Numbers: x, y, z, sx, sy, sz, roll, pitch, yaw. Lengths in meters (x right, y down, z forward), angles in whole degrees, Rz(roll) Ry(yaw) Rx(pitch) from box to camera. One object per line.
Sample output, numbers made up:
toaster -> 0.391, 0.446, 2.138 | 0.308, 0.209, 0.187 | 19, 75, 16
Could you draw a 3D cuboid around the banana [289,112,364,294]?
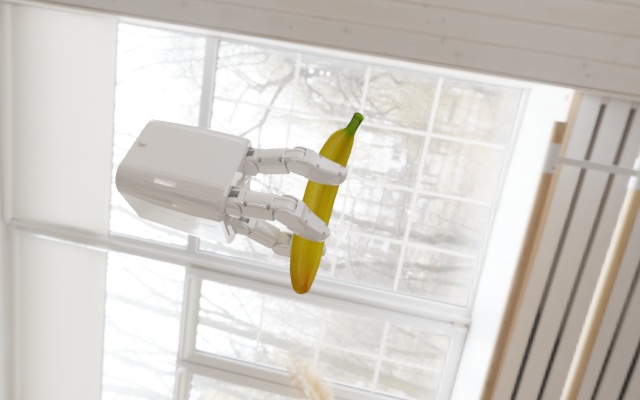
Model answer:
banana -> -0.001, 0.003, 0.507 | 0.037, 0.197, 0.070 | 17, -14, -3
